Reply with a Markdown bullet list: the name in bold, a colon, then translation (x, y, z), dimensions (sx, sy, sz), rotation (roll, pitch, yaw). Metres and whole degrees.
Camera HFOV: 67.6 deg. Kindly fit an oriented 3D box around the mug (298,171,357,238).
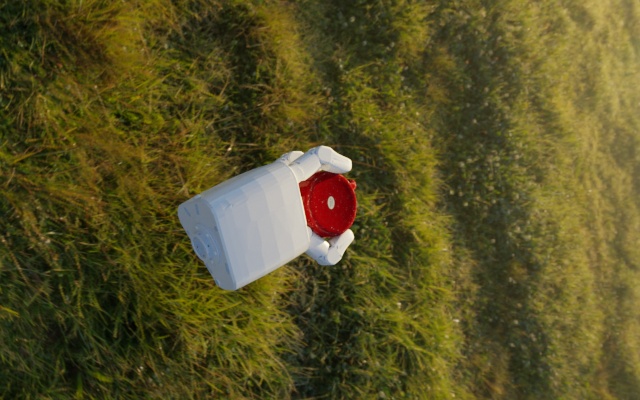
- **mug**: translation (0.001, 0.001, 0.618), dimensions (0.117, 0.093, 0.081), rotation (-30, 14, -36)
